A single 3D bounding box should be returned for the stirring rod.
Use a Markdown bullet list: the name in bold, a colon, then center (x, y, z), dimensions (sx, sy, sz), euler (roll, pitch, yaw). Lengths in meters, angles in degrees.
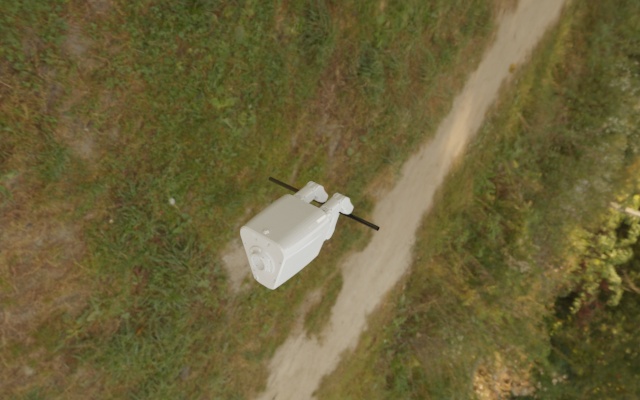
- **stirring rod**: center (0.000, 0.003, 0.850), dimensions (0.239, 0.011, 0.011), euler (25, 12, 28)
